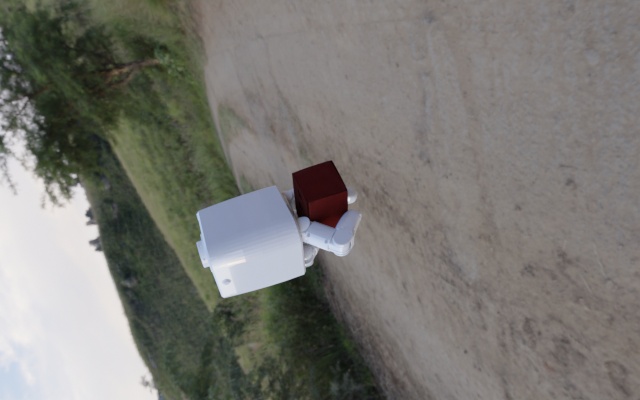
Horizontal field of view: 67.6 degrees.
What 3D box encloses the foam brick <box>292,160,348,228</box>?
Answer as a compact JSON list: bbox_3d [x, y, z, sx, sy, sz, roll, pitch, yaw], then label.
[{"bbox_3d":[0.000,0.002,0.573,0.051,0.053,0.078,-17,-40,-12],"label":"foam brick"}]
